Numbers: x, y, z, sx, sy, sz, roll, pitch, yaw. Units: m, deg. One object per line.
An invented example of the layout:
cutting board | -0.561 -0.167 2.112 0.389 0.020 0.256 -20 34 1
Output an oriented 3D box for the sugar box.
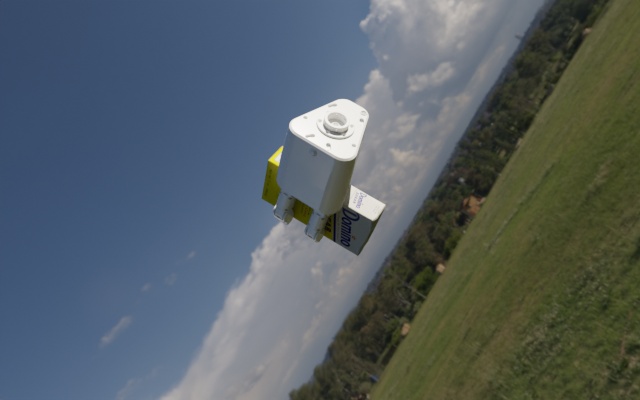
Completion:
sugar box | 0.000 0.003 0.707 0.176 0.093 0.048 32 52 12
